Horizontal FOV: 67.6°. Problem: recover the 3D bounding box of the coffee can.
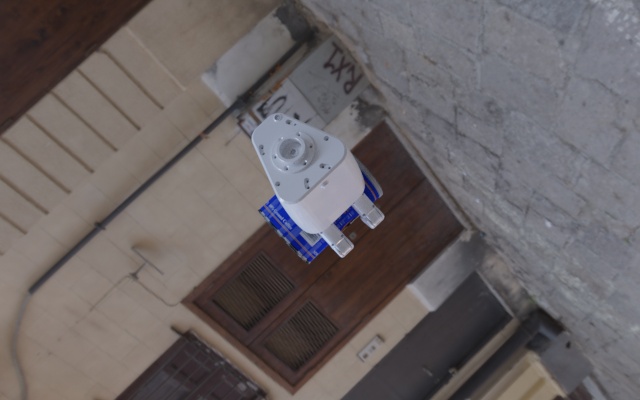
[{"bbox_3d":[0.000,0.002,0.654,0.140,0.103,0.103,-43,3,-4],"label":"coffee can"}]
